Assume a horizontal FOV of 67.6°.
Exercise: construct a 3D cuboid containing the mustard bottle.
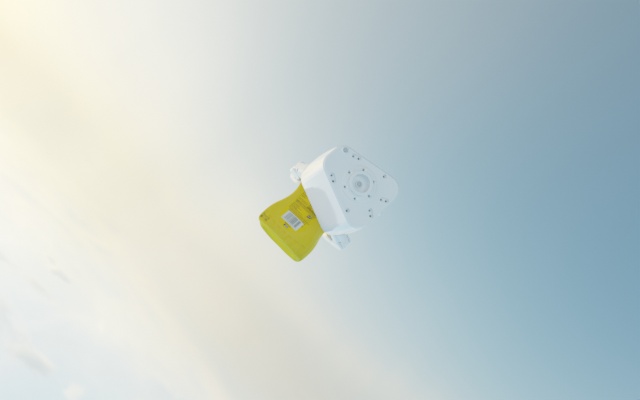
[{"bbox_3d":[0.000,0.003,0.769,0.191,0.096,0.058,-42,-19,-17],"label":"mustard bottle"}]
